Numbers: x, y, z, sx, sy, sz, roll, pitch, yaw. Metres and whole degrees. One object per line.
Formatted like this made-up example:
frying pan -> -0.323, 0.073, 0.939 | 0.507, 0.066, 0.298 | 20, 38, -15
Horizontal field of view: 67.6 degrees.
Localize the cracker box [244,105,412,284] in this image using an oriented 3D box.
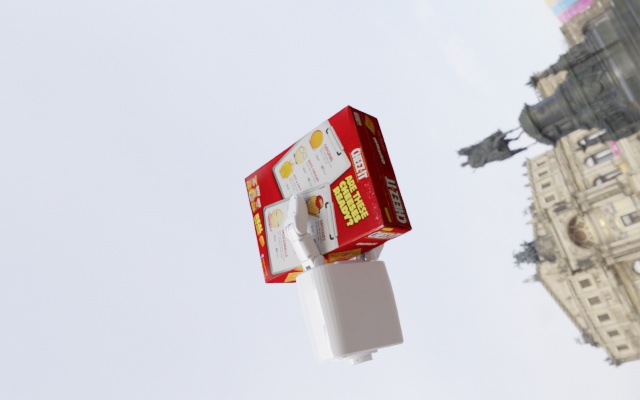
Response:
cracker box -> 0.000, 0.002, 0.638 | 0.214, 0.164, 0.072 | -30, -25, 36
